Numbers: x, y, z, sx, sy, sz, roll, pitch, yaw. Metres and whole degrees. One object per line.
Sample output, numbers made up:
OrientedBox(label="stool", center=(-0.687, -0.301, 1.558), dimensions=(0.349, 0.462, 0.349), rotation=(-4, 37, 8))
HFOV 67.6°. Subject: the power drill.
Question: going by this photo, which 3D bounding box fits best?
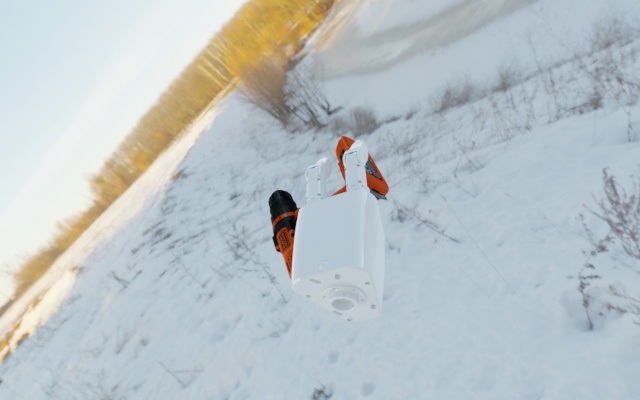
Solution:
OrientedBox(label="power drill", center=(0.000, 0.002, 0.678), dimensions=(0.057, 0.188, 0.184), rotation=(22, 29, -37))
